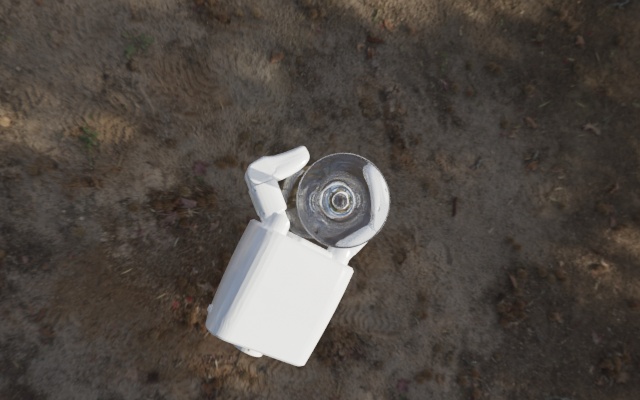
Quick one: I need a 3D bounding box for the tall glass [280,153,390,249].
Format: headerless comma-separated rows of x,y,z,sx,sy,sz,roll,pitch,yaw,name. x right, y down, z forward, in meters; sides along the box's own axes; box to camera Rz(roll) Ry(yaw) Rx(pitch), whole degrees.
0.000,0.001,0.465,0.079,0.079,0.201,0,0,-10,tall glass
